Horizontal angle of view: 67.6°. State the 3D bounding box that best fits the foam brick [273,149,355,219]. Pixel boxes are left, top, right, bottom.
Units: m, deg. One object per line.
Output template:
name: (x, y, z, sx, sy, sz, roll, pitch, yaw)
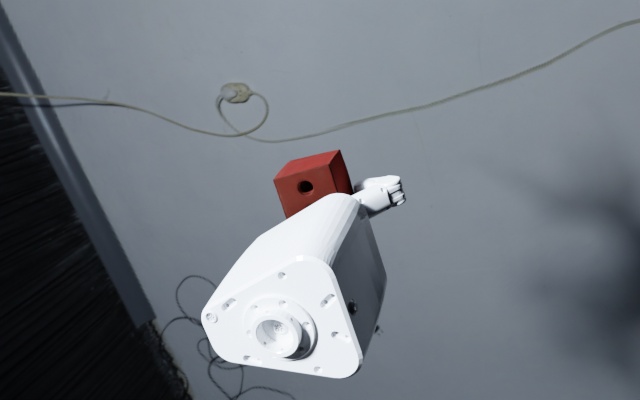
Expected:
foam brick: (0.000, 0.001, 0.426, 0.053, 0.078, 0.051, -14, 16, 19)
